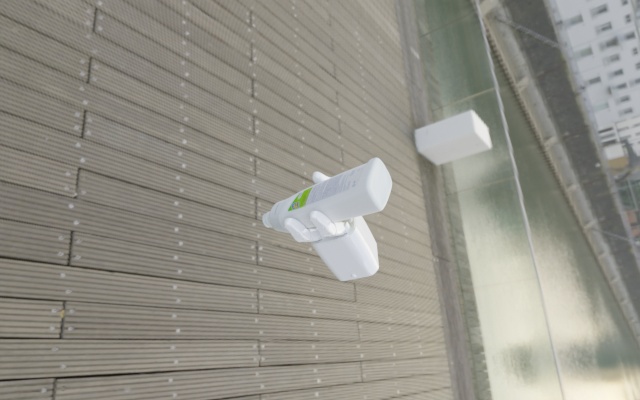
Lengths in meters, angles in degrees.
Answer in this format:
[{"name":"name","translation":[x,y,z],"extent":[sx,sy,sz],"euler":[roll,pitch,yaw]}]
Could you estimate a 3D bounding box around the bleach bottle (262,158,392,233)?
[{"name":"bleach bottle","translation":[0.000,0.003,0.871],"extent":[0.251,0.068,0.102],"euler":[-17,29,32]}]
